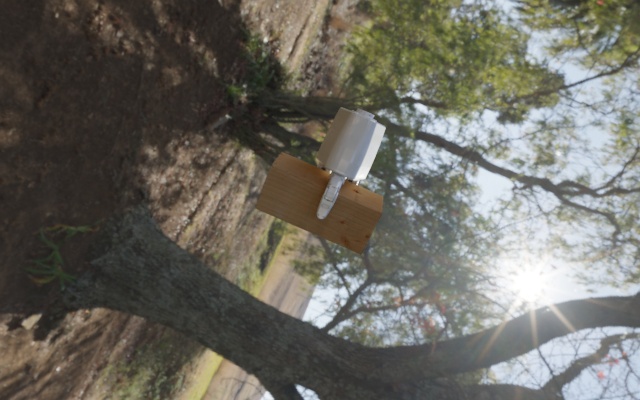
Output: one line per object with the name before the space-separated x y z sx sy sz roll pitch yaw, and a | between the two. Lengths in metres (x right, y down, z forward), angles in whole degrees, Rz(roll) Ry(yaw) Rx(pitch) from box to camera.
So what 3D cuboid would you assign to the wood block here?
wood block | 0.000 0.003 0.862 0.206 0.090 0.090 24 23 -1
